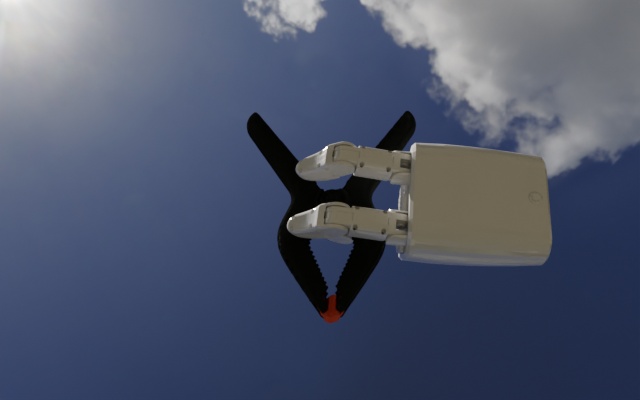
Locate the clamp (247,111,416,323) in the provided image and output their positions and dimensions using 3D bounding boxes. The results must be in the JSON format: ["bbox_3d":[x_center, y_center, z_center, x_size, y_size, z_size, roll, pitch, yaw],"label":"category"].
[{"bbox_3d":[0.000,0.002,0.435,0.164,0.210,0.036,5,-25,5],"label":"clamp"}]
